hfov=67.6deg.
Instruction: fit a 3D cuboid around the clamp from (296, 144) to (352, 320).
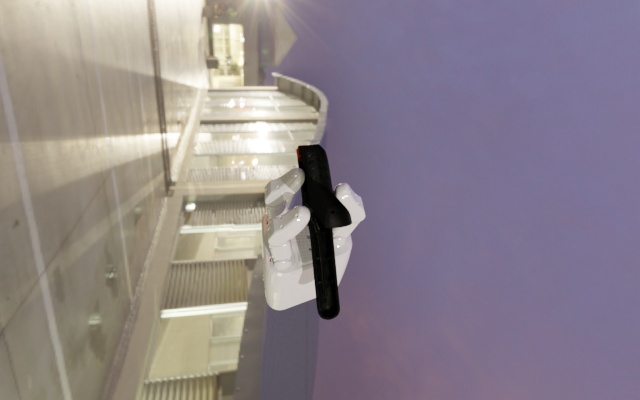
[{"bbox_3d":[0.001,0.001,0.525,0.036,0.209,0.165,-4,-37,-9],"label":"clamp"}]
